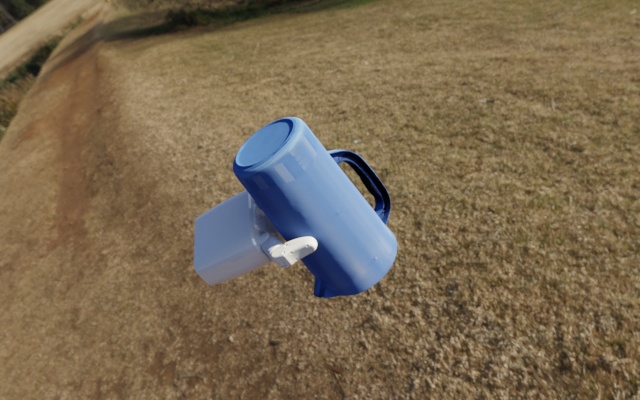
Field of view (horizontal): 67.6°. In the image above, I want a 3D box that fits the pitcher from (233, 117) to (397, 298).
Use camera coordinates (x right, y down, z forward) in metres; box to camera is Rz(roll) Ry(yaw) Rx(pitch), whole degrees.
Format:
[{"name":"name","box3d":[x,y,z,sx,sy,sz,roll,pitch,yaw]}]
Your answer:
[{"name":"pitcher","box3d":[0.000,0.002,0.652,0.145,0.243,0.149,-25,34,18]}]
